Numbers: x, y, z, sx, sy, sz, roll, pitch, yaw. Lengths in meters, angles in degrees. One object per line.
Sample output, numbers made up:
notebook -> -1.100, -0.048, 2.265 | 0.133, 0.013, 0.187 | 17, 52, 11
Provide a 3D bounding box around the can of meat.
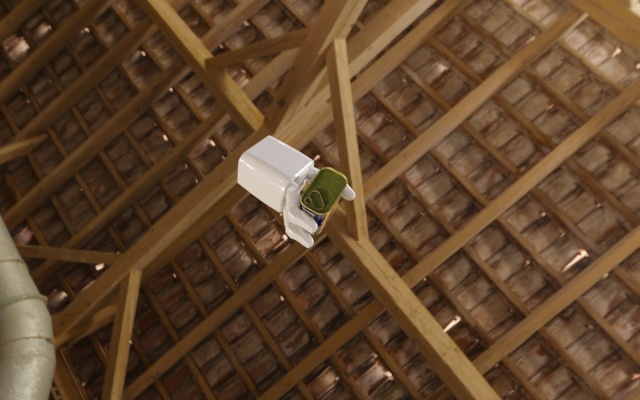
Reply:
can of meat -> 0.000, 0.003, 0.880 | 0.057, 0.102, 0.084 | 30, -33, 7
